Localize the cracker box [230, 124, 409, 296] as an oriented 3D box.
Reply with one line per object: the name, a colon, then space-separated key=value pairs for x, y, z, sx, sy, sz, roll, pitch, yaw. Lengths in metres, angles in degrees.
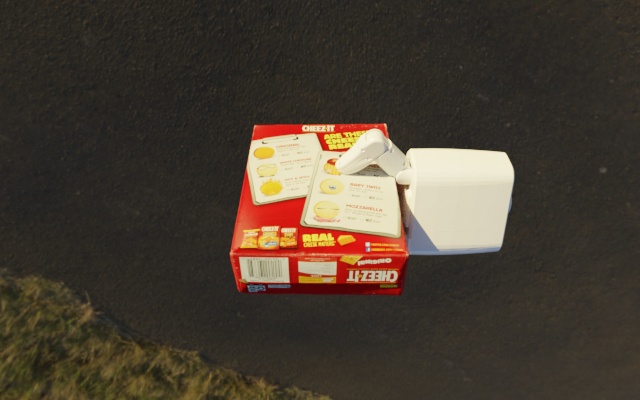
cracker box: x=0.000 y=0.002 z=0.525 sx=0.164 sy=0.072 sz=0.213 roll=0 pitch=42 yaw=0
